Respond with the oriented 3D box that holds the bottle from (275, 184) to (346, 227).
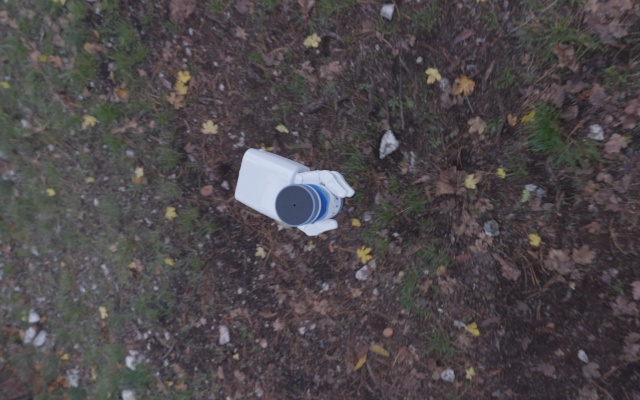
[{"bbox_3d":[0.000,0.003,0.877,0.069,0.069,0.295,0,2,16],"label":"bottle"}]
